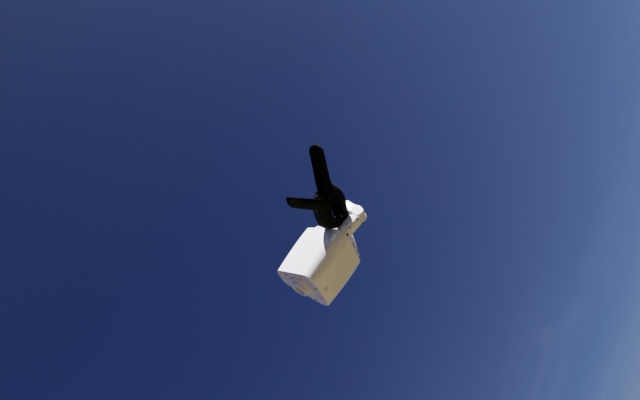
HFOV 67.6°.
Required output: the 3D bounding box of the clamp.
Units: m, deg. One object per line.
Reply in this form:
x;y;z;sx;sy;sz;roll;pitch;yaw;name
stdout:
0.000;0.003;0.826;0.039;0.120;0.172;8;-38;40;clamp
